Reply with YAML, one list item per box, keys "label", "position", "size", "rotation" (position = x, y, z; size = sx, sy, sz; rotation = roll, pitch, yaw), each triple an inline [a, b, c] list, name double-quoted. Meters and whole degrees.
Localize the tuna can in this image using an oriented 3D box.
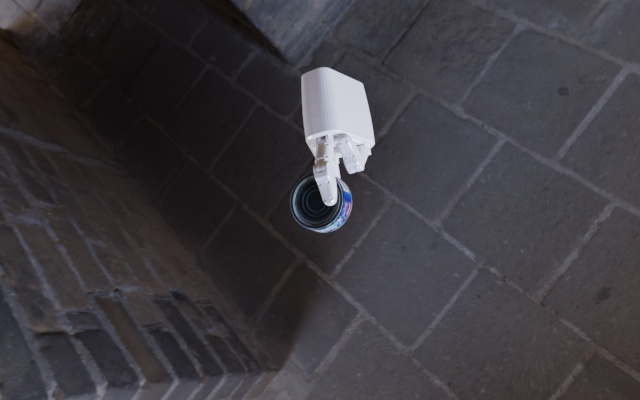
- label: "tuna can"
  position: [0.000, 0.002, 0.686]
  size: [0.086, 0.086, 0.034]
  rotation: [0, -8, 24]
